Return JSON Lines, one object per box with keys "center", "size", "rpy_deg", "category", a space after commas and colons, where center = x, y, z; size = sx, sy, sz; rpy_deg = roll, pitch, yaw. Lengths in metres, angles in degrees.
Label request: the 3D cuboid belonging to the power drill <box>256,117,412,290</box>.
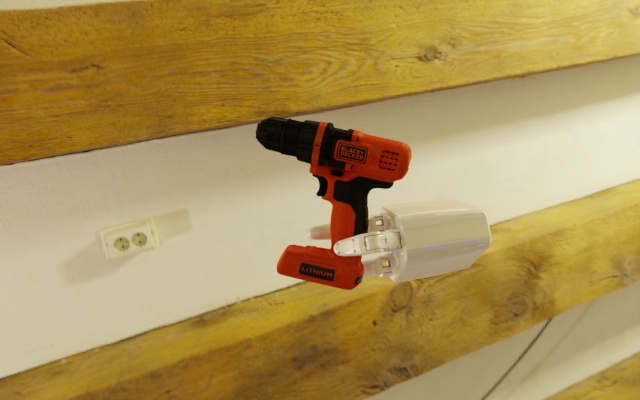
{"center": [0.000, 0.002, 0.570], "size": [0.184, 0.188, 0.057], "rpy_deg": [13, 13, 7], "category": "power drill"}
